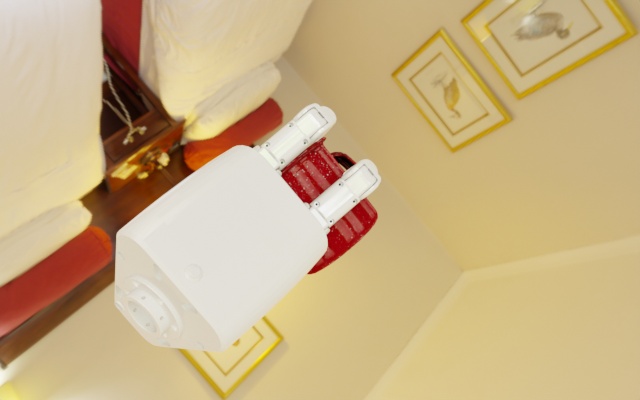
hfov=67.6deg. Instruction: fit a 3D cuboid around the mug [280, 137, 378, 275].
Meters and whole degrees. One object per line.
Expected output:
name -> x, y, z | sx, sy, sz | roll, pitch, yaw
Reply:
mug -> 0.001, 0.001, 0.410 | 0.117, 0.081, 0.093 | -42, 4, -42
